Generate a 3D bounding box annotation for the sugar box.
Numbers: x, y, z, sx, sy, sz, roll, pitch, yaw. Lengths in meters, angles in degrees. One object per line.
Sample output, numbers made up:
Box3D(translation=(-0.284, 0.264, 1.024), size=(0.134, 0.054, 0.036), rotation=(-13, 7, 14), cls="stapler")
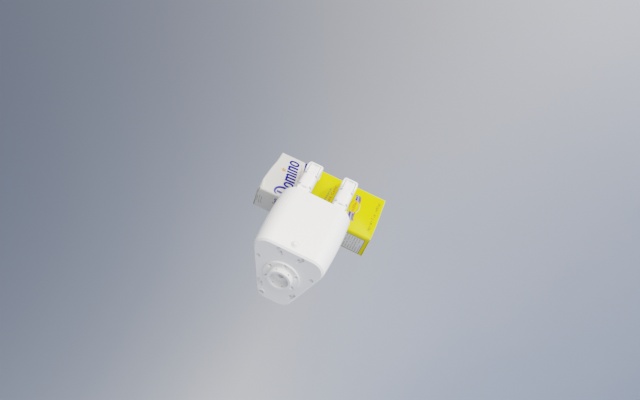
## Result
Box3D(translation=(0.000, 0.002, 0.709), size=(0.176, 0.048, 0.093), rotation=(27, 44, 1), cls="sugar box")
